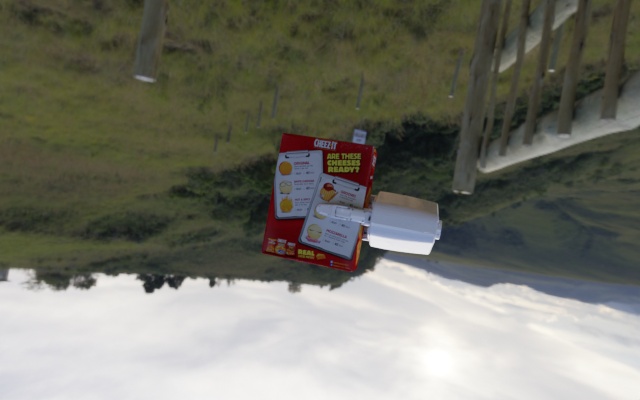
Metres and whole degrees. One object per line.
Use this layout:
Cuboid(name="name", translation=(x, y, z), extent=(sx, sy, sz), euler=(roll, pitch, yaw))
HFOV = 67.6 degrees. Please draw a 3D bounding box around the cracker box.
Cuboid(name="cracker box", translation=(0.000, 0.003, 0.834), extent=(0.164, 0.213, 0.072), euler=(10, -1, 11))
